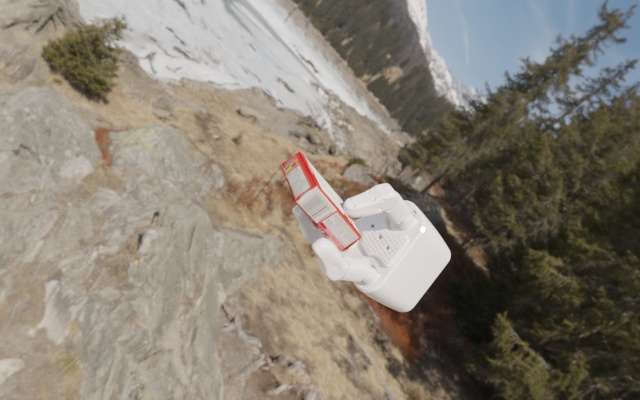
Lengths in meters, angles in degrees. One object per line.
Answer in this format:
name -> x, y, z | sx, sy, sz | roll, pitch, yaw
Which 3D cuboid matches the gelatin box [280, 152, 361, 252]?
gelatin box -> 0.000, 0.001, 0.496 | 0.030, 0.089, 0.073 | -36, 36, 7
